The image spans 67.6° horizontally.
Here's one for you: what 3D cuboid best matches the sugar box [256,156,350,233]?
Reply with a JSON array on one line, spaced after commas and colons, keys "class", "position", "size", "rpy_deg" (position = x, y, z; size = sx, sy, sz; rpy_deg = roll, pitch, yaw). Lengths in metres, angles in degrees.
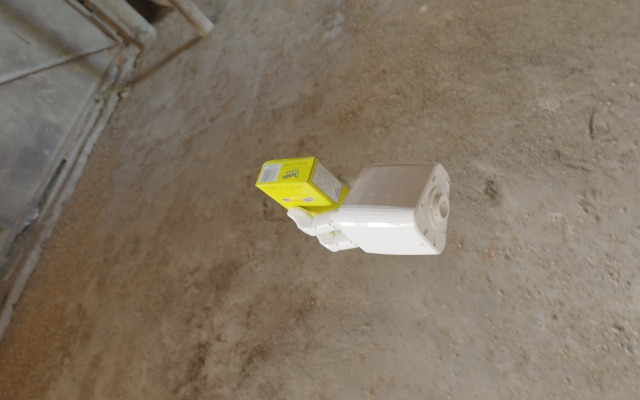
[{"class": "sugar box", "position": [0.000, 0.003, 0.681], "size": [0.093, 0.048, 0.176], "rpy_deg": [-1, -30, 38]}]
